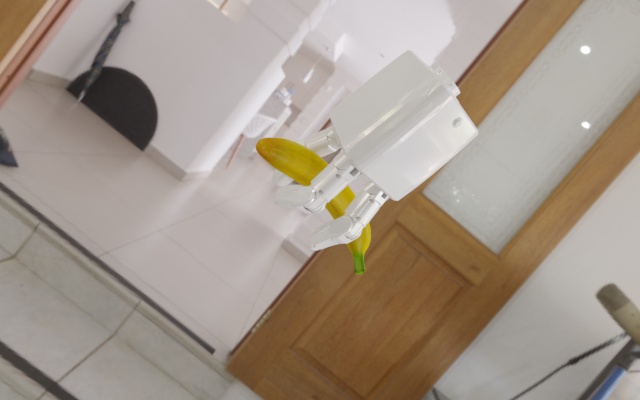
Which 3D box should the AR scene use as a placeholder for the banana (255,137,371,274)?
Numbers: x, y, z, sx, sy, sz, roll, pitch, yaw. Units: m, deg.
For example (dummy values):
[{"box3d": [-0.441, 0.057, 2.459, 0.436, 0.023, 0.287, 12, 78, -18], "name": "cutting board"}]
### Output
[{"box3d": [0.005, -0.007, 0.528, 0.037, 0.198, 0.069, -26, 27, 27], "name": "banana"}]
